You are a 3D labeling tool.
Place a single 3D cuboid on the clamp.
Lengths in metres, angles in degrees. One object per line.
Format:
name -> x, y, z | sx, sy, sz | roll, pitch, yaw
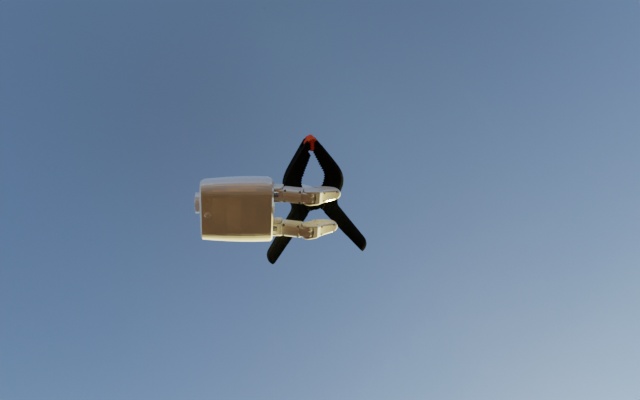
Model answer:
clamp -> 0.000, 0.002, 0.750 | 0.164, 0.210, 0.036 | -1, 22, -13
